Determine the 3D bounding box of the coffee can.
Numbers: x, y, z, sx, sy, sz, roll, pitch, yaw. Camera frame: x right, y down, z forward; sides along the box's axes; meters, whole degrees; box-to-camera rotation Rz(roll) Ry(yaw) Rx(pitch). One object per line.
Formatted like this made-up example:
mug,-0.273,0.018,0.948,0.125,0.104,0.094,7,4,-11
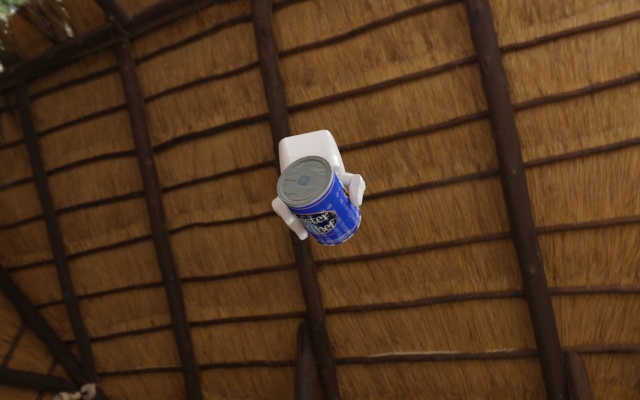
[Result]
coffee can,0.000,0.003,0.846,0.103,0.102,0.140,0,-33,29
